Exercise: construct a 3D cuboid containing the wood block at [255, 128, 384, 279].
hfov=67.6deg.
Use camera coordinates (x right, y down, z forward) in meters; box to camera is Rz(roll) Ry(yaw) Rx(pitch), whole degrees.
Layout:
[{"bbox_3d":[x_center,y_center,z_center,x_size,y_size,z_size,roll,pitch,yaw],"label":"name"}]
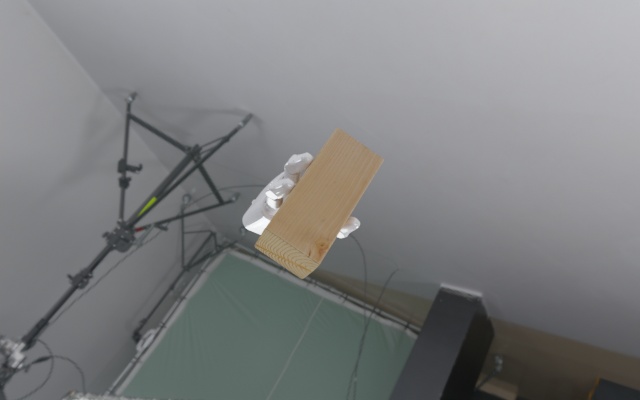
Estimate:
[{"bbox_3d":[0.000,0.003,0.725,0.091,0.206,0.090,35,-28,-2],"label":"wood block"}]
